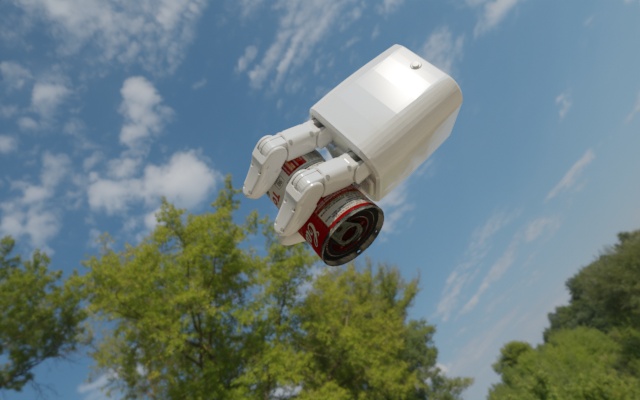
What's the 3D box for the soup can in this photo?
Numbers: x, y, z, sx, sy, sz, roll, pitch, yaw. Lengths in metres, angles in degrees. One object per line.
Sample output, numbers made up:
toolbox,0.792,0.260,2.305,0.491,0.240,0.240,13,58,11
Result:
soup can,0.000,0.002,0.440,0.068,0.068,0.102,0,37,-47
